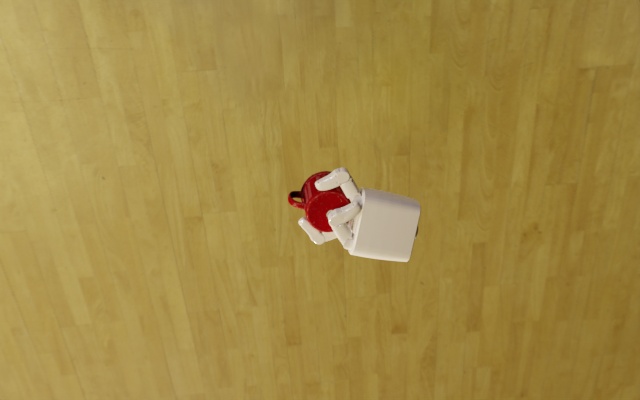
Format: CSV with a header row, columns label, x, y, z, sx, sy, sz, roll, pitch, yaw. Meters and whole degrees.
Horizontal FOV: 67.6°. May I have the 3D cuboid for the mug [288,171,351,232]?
label,x,y,z,sx,sy,sz,roll,pitch,yaw
mug,-0.001,0.003,0.851,0.117,0.093,0.081,9,23,-8
